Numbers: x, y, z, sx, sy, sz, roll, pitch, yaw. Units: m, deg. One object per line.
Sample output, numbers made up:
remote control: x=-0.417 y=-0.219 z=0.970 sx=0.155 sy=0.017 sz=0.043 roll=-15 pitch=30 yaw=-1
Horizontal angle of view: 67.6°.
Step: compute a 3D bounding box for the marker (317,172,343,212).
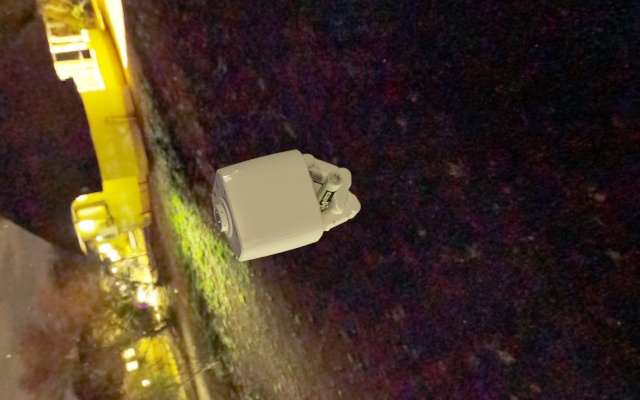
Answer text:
marker: x=0.000 y=0.002 z=0.594 sx=0.020 sy=0.020 sz=0.121 roll=0 pitch=-27 yaw=-18
